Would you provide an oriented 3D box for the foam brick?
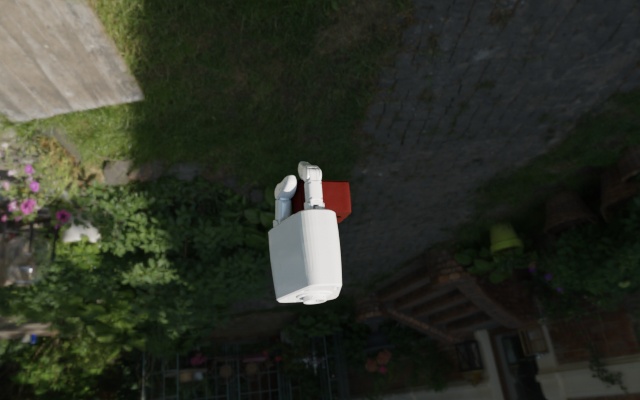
[{"bbox_3d":[0.000,0.002,0.710,0.078,0.051,0.053,1,-22,-20],"label":"foam brick"}]
